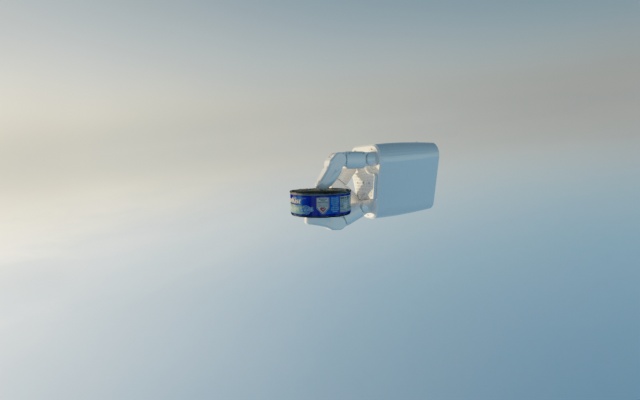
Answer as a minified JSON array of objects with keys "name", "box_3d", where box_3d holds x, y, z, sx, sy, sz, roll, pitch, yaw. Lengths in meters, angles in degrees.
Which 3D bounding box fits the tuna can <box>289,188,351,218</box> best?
[{"name":"tuna can","box_3d":[0.000,0.003,0.662,0.086,0.034,0.086,-1,6,0]}]
